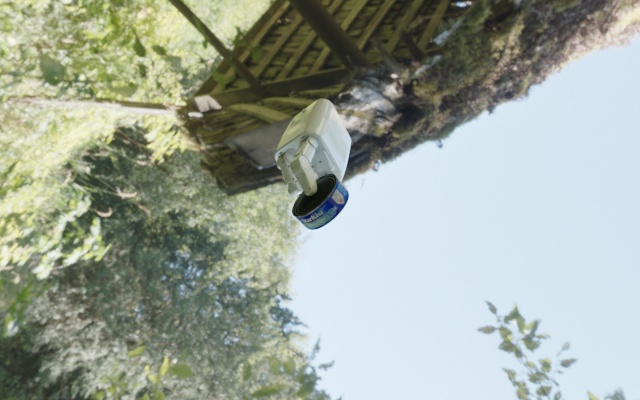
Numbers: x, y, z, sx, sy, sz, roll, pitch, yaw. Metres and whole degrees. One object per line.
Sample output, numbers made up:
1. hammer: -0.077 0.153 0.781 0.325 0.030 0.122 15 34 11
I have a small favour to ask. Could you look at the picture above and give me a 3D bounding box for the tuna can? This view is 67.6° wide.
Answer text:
1. tuna can: 0.000 0.003 0.707 0.034 0.086 0.086 47 -23 -23
